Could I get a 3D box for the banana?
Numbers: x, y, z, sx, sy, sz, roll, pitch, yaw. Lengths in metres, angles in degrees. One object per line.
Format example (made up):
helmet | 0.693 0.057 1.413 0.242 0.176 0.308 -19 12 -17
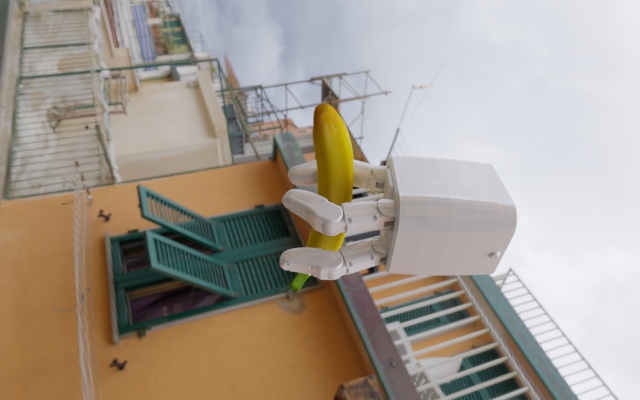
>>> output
banana | 0.008 -0.002 0.470 0.037 0.198 0.069 17 27 20
